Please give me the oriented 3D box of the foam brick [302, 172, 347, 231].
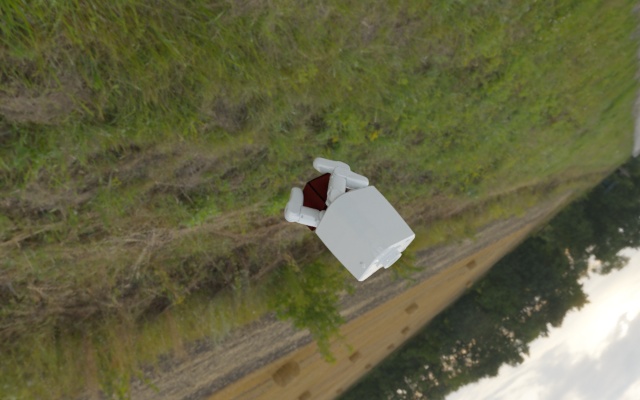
[{"bbox_3d":[0.000,0.003,0.781,0.053,0.051,0.078,-28,-22,-36],"label":"foam brick"}]
